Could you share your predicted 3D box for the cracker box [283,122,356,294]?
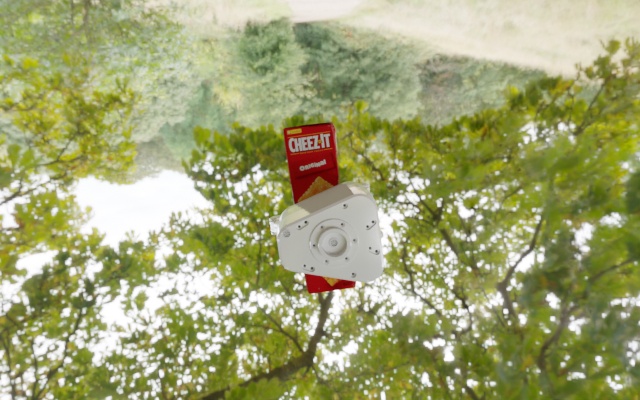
[{"bbox_3d":[0.000,0.002,0.674,0.072,0.214,0.164,-8,7,0],"label":"cracker box"}]
